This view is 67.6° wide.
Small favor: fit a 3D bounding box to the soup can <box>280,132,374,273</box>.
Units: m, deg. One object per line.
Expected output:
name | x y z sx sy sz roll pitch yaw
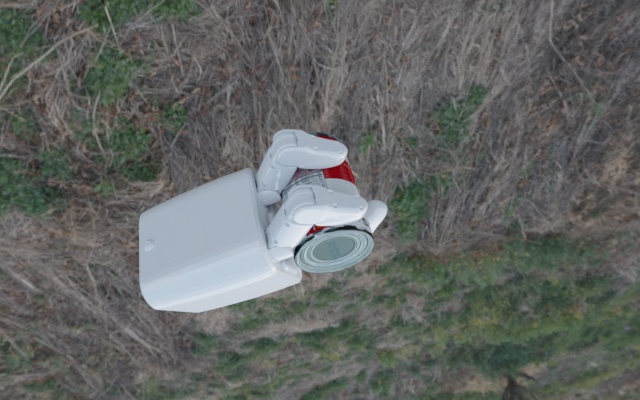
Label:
soup can | 0.001 0.001 0.406 0.068 0.102 0.069 -10 -35 -7
